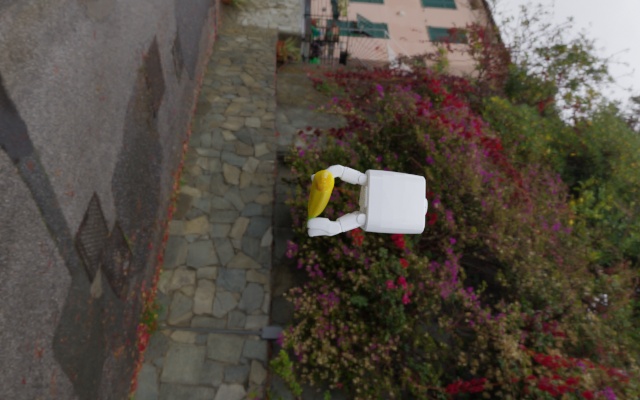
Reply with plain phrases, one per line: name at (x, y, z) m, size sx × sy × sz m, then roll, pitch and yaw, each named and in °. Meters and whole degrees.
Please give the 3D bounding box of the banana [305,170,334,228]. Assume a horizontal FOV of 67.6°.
banana at (0.001, -0.013, 0.827) m, size 0.037 × 0.069 × 0.198 m, roll 7°, pitch -23°, yaw -3°
